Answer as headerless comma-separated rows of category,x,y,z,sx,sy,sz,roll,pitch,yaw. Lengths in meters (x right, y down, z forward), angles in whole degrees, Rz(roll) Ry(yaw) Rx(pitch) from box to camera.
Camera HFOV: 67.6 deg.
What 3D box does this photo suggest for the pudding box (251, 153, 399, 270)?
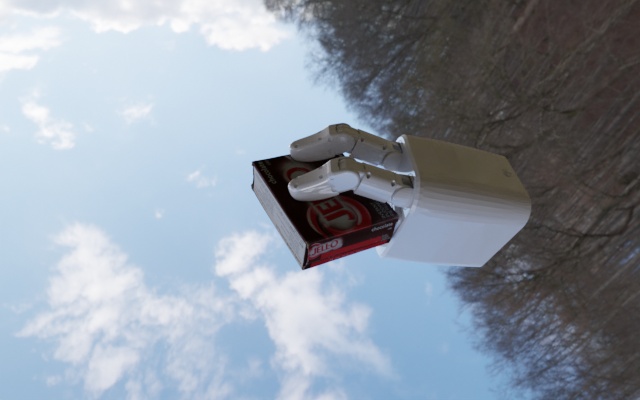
pudding box,0.000,0.002,0.426,0.090,0.039,0.113,-14,44,-28
